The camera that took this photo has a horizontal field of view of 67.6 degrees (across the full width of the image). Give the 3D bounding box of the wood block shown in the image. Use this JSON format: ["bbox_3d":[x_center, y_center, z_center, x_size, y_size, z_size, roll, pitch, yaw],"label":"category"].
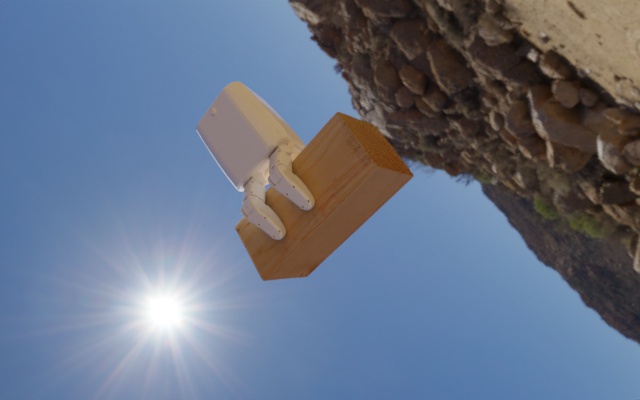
[{"bbox_3d":[0.000,0.002,0.594,0.206,0.090,0.091,-46,-28,25],"label":"wood block"}]
